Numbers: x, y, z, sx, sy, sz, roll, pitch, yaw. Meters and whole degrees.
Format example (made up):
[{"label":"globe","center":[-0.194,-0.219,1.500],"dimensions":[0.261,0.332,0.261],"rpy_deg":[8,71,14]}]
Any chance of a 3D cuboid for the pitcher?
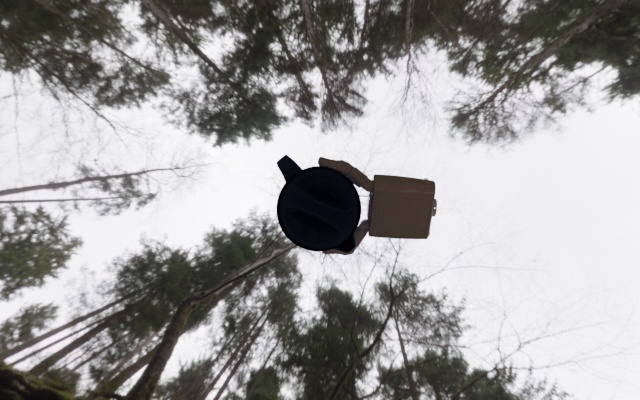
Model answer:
[{"label":"pitcher","center":[0.000,0.003,0.854],"dimensions":[0.145,0.149,0.243],"rpy_deg":[5,1,4]}]
